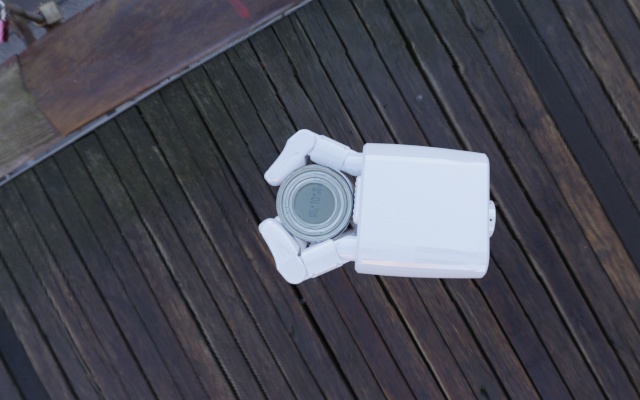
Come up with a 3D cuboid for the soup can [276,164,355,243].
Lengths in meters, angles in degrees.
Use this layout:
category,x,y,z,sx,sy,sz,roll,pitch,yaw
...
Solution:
category,x,y,z,sx,sy,sz,roll,pitch,yaw
soup can,0.000,0.001,0.448,0.068,0.068,0.102,0,2,6
